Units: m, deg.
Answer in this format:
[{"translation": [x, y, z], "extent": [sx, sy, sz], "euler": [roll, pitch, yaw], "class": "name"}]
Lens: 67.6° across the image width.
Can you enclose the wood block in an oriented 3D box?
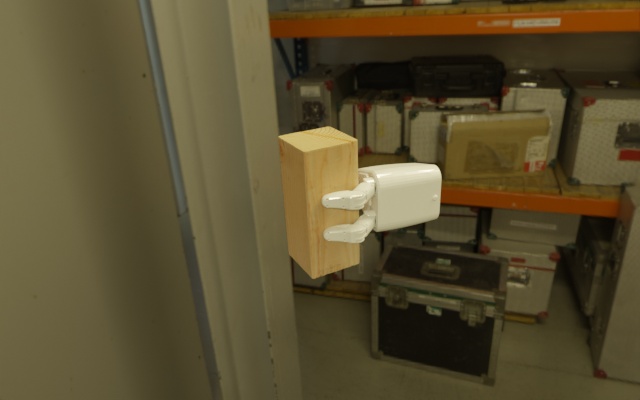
[{"translation": [0.000, 0.002, 0.738], "extent": [0.090, 0.206, 0.090], "euler": [-15, 28, -24], "class": "wood block"}]
